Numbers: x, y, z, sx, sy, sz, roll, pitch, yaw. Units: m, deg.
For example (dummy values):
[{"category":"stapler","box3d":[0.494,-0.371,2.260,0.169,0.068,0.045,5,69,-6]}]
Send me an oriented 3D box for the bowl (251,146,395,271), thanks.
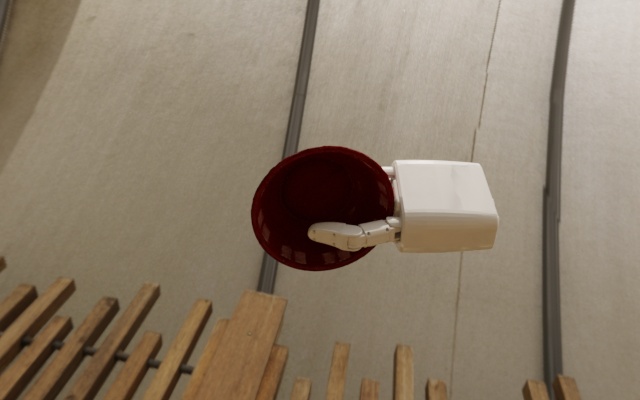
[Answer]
[{"category":"bowl","box3d":[-0.001,0.001,0.548,0.162,0.162,0.055,0,30,-11]}]
